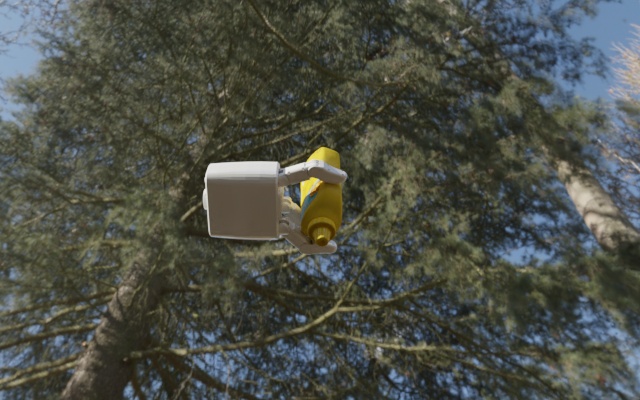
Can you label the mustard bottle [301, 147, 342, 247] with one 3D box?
[{"bbox_3d":[0.000,0.002,0.747,0.058,0.096,0.191,20,33,-15],"label":"mustard bottle"}]
